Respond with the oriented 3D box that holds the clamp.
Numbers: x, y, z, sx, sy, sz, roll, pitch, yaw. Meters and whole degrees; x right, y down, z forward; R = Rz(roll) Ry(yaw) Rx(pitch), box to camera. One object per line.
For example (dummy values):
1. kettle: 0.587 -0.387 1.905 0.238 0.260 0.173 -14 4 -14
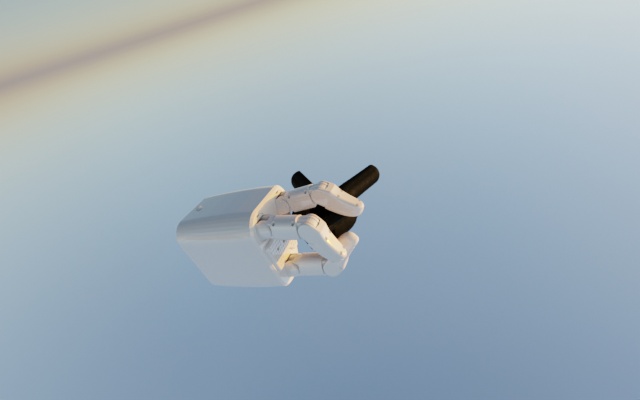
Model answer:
1. clamp: 0.000 0.003 0.596 0.120 0.039 0.171 -5 27 23
